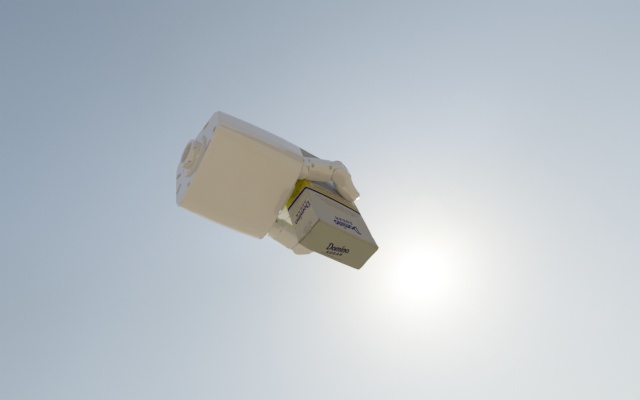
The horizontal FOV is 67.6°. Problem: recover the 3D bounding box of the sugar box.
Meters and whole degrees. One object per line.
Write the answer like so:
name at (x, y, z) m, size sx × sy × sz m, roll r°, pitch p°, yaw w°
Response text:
sugar box at (0.000, 0.002, 0.593) m, size 0.093 × 0.048 × 0.176 m, roll 27°, pitch 26°, yaw -31°
